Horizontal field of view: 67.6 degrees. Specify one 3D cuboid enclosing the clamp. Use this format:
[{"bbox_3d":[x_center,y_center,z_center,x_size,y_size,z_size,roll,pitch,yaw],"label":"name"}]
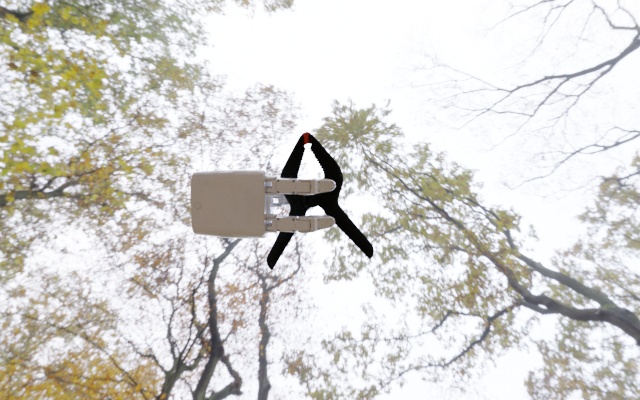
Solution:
[{"bbox_3d":[0.000,0.002,0.720,0.164,0.210,0.036,0,8,-2],"label":"clamp"}]
